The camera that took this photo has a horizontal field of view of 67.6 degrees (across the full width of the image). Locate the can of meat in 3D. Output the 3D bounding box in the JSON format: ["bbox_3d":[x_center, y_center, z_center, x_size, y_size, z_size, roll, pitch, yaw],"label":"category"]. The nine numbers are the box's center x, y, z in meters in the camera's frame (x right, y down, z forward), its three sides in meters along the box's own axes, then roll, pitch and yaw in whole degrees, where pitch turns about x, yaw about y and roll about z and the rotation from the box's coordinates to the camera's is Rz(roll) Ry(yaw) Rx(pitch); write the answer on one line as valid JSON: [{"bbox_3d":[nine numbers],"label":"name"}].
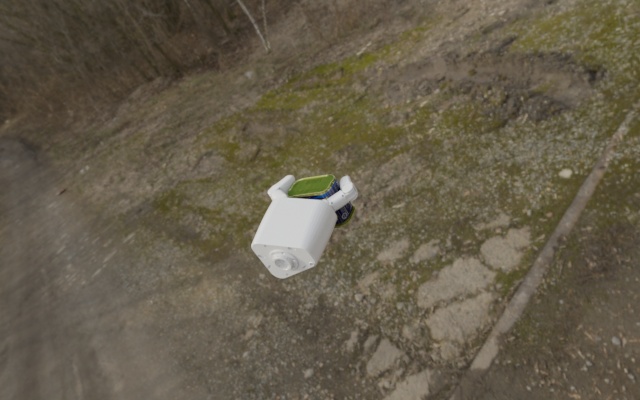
[{"bbox_3d":[0.000,0.003,0.870,0.102,0.084,0.057,-7,39,35],"label":"can of meat"}]
